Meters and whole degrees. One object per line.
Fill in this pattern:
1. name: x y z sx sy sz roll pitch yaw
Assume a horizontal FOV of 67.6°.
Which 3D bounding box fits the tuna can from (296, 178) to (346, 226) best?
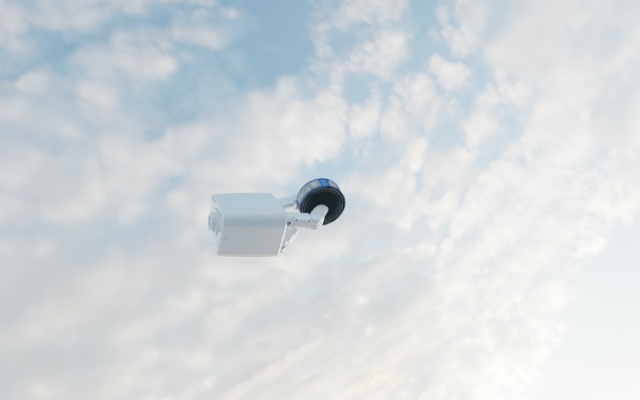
1. tuna can: 0.000 0.003 0.865 0.086 0.086 0.033 0 34 -20
